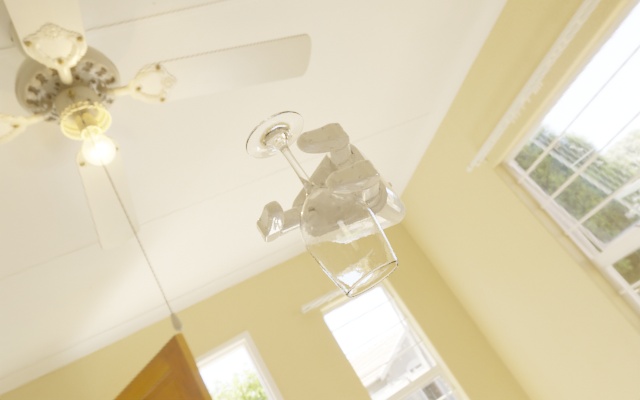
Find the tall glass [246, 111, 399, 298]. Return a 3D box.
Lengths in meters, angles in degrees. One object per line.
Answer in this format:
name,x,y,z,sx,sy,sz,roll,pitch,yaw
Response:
tall glass,0.000,0.001,0.504,0.079,0.201,0.079,-28,-23,-14
